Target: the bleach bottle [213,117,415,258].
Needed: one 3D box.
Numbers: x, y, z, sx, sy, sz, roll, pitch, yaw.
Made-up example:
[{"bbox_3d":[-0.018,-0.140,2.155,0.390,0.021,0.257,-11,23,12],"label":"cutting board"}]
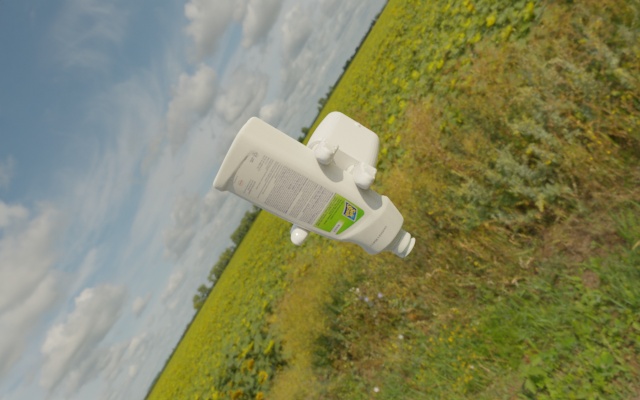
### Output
[{"bbox_3d":[0.000,0.002,0.594,0.251,0.103,0.068,31,35,-6],"label":"bleach bottle"}]
